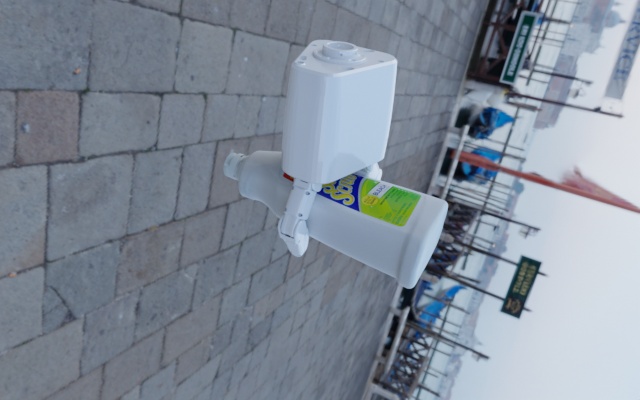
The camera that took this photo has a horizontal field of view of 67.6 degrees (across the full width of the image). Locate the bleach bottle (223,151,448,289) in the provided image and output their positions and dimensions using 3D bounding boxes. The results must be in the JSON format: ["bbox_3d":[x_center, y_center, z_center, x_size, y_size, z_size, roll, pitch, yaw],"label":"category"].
[{"bbox_3d":[0.000,0.002,0.513,0.251,0.068,0.102,20,37,20],"label":"bleach bottle"}]
